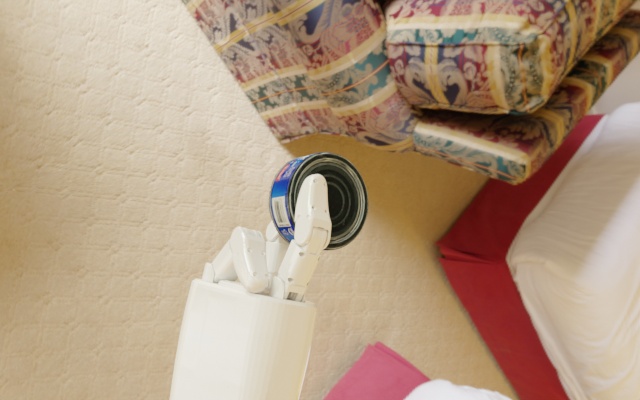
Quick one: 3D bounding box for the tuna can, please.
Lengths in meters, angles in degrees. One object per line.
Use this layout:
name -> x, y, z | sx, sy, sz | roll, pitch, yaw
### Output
tuna can -> 0.000, 0.001, 0.418 | 0.086, 0.086, 0.034 | 0, -4, -34
